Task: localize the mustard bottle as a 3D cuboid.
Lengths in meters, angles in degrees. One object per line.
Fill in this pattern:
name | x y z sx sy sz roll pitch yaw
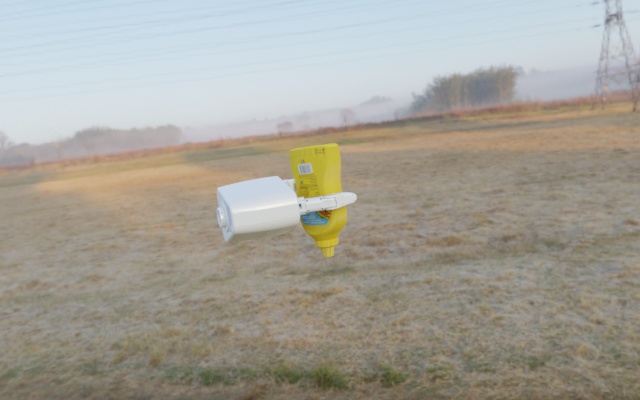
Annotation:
mustard bottle | 0.000 0.002 0.814 0.096 0.191 0.058 -2 9 44
